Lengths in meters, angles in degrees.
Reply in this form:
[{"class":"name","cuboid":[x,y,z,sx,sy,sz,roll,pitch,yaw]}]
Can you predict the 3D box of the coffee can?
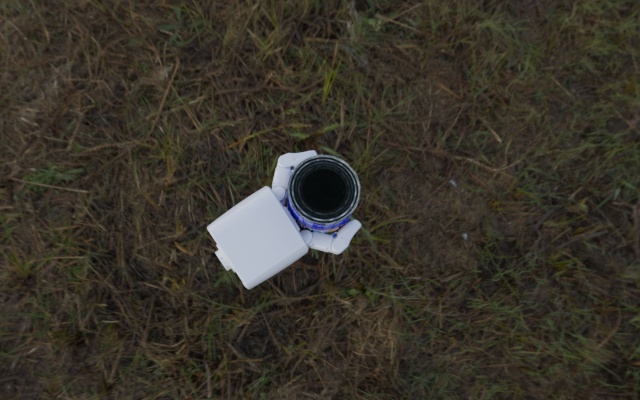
[{"class":"coffee can","cuboid":[0.000,0.002,0.730,0.103,0.102,0.140,0,-15,-5]}]
